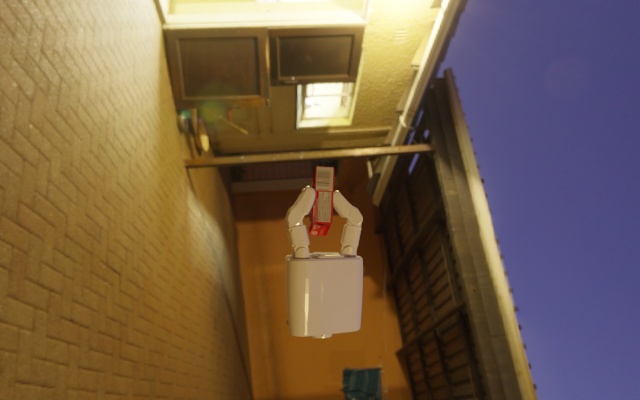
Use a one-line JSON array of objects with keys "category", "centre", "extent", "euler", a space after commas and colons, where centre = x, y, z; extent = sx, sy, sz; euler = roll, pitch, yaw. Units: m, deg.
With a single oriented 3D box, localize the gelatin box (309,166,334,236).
[{"category": "gelatin box", "centre": [0.001, 0.002, 0.708], "extent": [0.030, 0.089, 0.073], "euler": [4, -16, -5]}]
